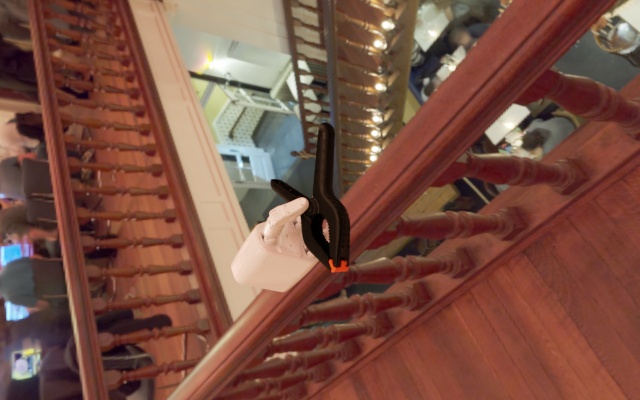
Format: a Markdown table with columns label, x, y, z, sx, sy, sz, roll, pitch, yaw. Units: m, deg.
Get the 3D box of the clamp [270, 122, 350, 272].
| label | x | y | z | sx | sy | sz | roll | pitch | yaw |
| --- | --- | --- | --- | --- | --- | --- | --- | --- | --- |
| clamp | 0.000 | 0.003 | 0.701 | 0.036 | 0.210 | 0.165 | 0 | -38 | -38 |
